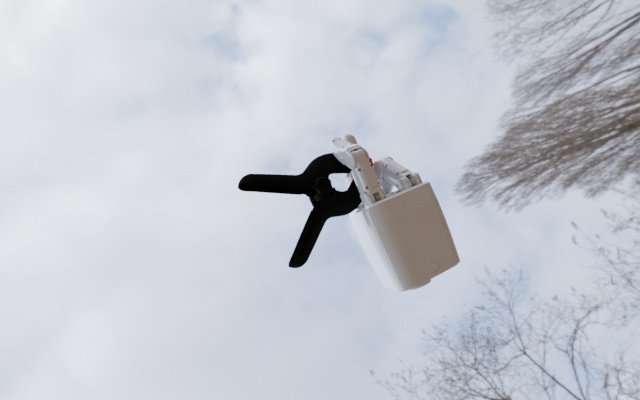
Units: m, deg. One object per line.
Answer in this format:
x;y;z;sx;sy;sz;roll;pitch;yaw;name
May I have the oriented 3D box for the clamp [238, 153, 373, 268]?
0.000;0.002;0.570;0.171;0.120;0.039;-22;-3;-24;clamp
